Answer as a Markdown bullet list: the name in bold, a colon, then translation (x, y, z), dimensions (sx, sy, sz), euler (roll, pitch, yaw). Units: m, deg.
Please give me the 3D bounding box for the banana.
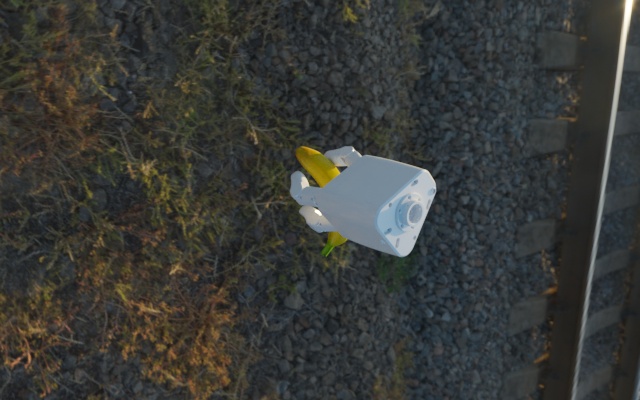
- **banana**: translation (0.015, -0.003, 0.742), dimensions (0.069, 0.198, 0.037), euler (-31, 32, -27)
